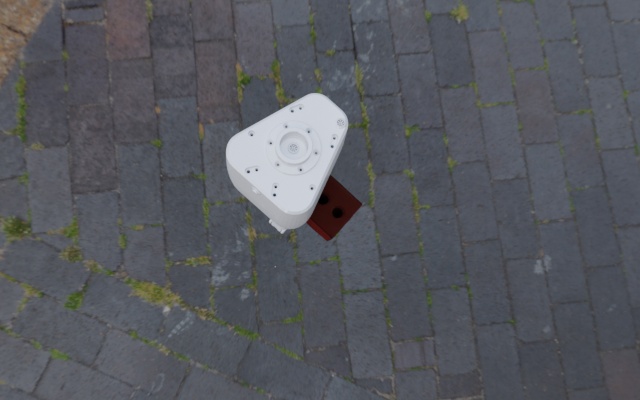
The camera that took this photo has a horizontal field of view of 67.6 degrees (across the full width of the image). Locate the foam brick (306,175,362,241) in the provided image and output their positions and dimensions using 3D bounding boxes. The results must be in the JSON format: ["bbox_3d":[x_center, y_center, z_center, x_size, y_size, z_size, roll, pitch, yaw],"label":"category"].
[{"bbox_3d":[0.000,0.002,0.546,0.078,0.053,0.051,42,-11,1],"label":"foam brick"}]
